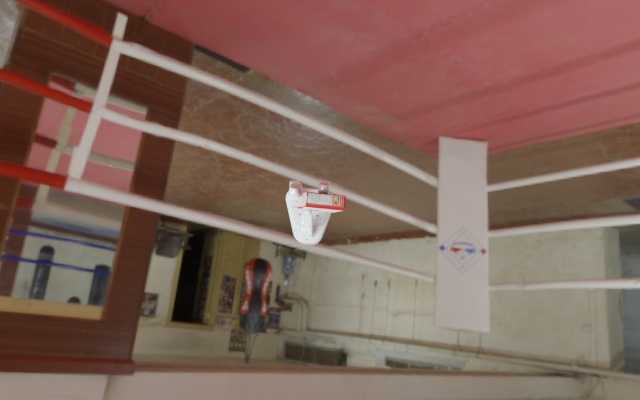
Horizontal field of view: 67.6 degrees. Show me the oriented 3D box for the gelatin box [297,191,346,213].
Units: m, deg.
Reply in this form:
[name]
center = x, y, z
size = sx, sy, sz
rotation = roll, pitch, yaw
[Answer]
[gelatin box]
center = 0.000, 0.003, 0.876
size = 0.073, 0.030, 0.089
rotation = 6, -4, -12
